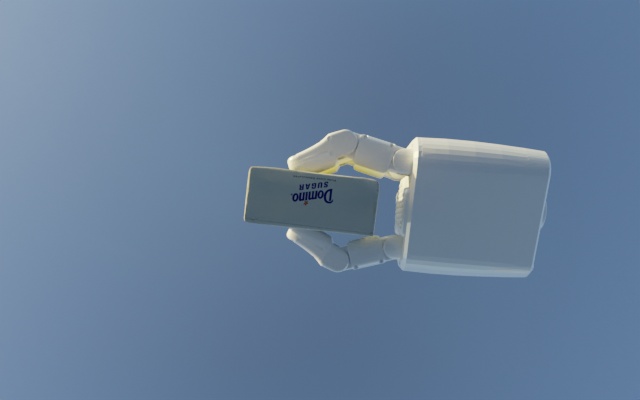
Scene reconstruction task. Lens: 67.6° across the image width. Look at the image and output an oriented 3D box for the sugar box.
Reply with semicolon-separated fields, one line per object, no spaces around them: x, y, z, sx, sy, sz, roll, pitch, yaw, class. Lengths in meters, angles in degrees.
0.000;0.001;0.412;0.093;0.048;0.176;6;-3;4;sugar box
